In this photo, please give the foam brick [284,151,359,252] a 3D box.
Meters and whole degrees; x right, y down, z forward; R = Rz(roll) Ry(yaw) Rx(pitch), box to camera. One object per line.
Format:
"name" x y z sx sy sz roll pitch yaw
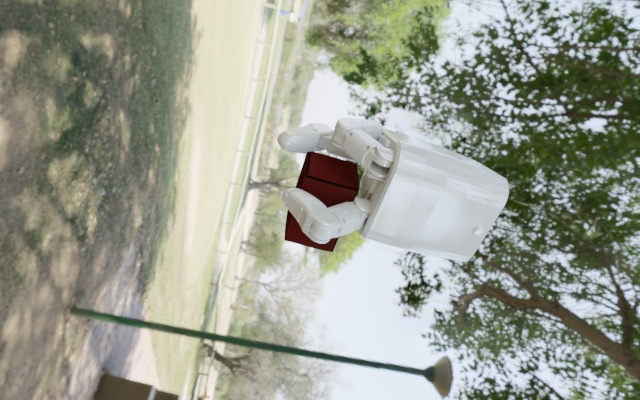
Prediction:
"foam brick" 0.000 0.002 0.463 0.051 0.078 0.053 15 33 -9
